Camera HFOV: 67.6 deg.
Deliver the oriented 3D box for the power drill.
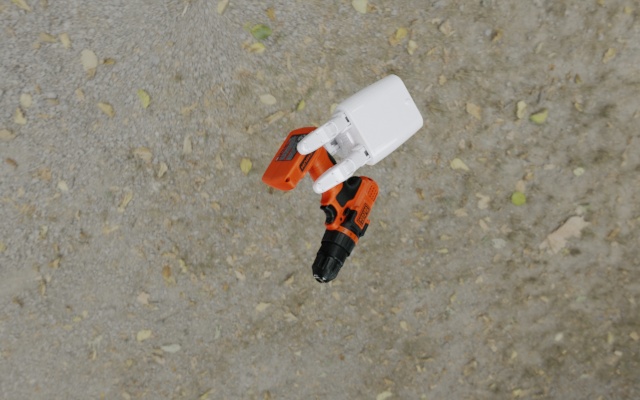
[{"bbox_3d":[0.000,0.002,0.688,0.057,0.184,0.188,1,-36,42],"label":"power drill"}]
